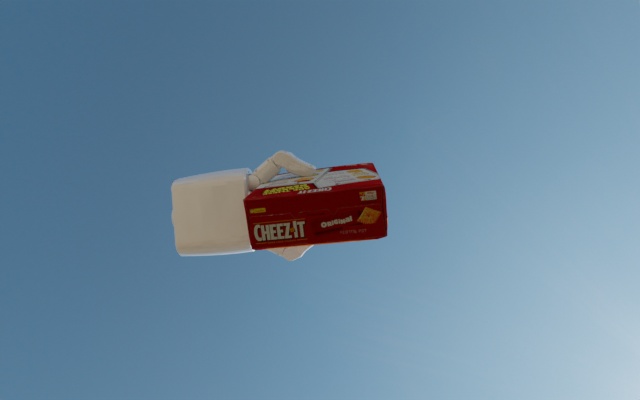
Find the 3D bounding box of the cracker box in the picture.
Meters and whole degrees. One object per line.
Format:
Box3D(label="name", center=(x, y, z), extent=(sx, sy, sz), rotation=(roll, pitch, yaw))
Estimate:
Box3D(label="cracker box", center=(0.000, 0.002, 0.648), extent=(0.164, 0.072, 0.213), rotation=(-7, 11, 4))
